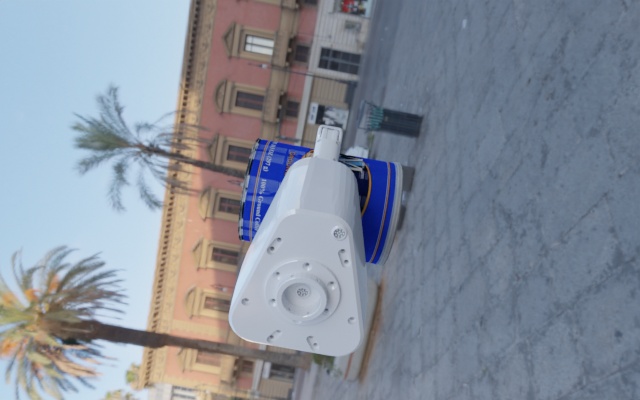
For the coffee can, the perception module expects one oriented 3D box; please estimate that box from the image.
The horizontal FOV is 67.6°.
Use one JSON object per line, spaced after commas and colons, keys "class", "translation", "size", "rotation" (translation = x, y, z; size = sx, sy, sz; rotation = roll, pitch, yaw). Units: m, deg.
{"class": "coffee can", "translation": [0.000, 0.001, 0.468], "size": [0.140, 0.103, 0.103], "rotation": [10, 0, -1]}
